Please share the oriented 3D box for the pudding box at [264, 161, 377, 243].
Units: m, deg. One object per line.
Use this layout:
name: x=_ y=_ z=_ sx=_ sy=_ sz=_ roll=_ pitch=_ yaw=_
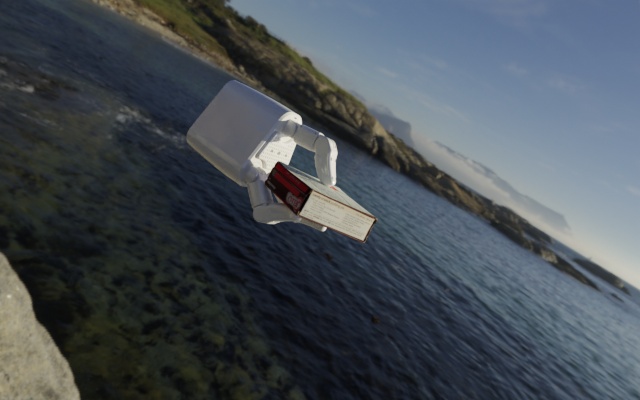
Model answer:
pudding box: x=0.000 y=0.002 z=0.570 sx=0.113 sy=0.039 sz=0.090 roll=22 pitch=13 yaw=-38
